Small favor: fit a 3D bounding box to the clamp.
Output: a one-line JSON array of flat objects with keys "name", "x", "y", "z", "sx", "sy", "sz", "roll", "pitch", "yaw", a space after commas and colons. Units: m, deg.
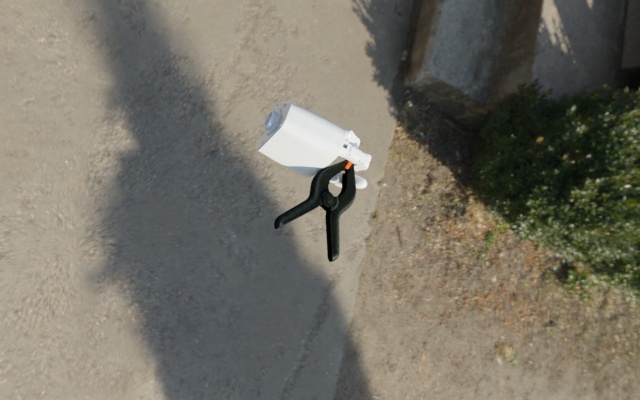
[{"name": "clamp", "x": 0.001, "y": 0.002, "z": 0.786, "sx": 0.120, "sy": 0.171, "sz": 0.039, "roll": 25, "pitch": -16, "yaw": -22}]
